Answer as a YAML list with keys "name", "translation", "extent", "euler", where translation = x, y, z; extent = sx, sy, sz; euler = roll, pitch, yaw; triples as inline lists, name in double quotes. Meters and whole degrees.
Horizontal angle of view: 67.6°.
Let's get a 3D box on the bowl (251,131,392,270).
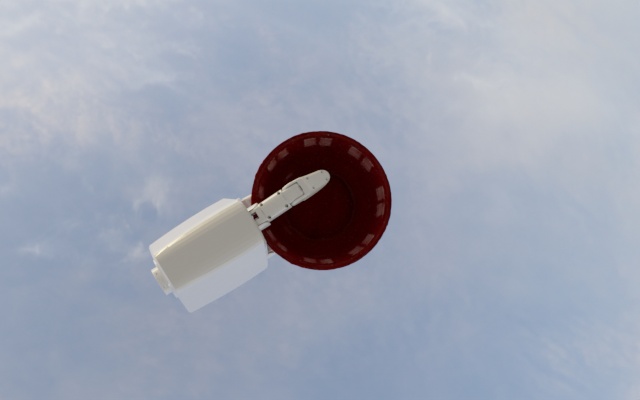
- name: "bowl"
  translation: [0.001, 0.002, 0.570]
  extent: [0.162, 0.162, 0.055]
  euler: [0, -7, -4]
